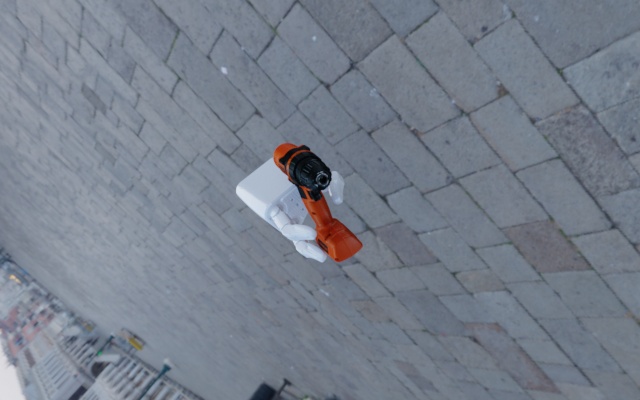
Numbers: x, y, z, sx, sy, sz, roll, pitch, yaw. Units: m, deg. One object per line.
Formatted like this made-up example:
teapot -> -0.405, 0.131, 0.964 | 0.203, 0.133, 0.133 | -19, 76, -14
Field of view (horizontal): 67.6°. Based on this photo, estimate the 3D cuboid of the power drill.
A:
power drill -> 0.000, 0.003, 0.745 | 0.057, 0.188, 0.184 | -29, 24, -9
